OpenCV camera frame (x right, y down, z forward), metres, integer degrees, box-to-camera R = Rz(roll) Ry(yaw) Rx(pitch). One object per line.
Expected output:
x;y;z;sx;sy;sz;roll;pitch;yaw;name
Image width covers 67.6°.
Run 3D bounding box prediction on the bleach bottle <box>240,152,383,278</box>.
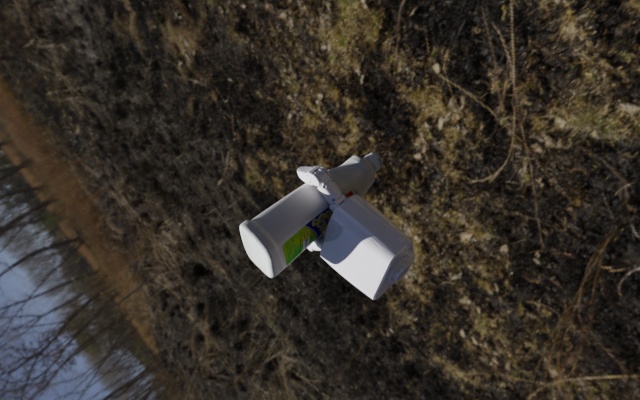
0.000;0.002;0.709;0.250;0.068;0.103;-39;-26;-23;bleach bottle
